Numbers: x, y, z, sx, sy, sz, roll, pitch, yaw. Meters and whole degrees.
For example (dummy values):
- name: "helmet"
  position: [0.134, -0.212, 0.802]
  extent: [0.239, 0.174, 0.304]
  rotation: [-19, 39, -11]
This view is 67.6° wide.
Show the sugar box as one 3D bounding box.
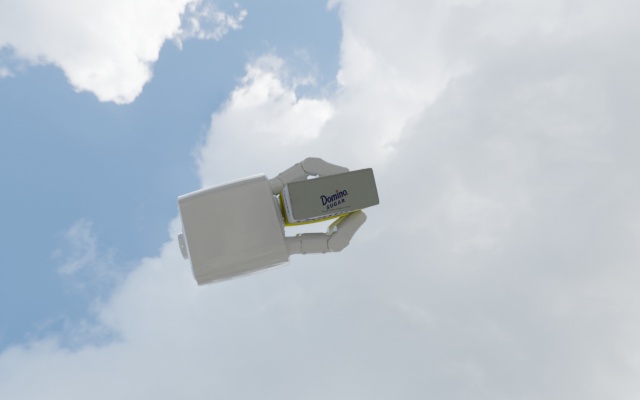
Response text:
- name: "sugar box"
  position: [0.000, 0.002, 0.564]
  extent: [0.093, 0.048, 0.176]
  rotation: [-11, -1, -9]
